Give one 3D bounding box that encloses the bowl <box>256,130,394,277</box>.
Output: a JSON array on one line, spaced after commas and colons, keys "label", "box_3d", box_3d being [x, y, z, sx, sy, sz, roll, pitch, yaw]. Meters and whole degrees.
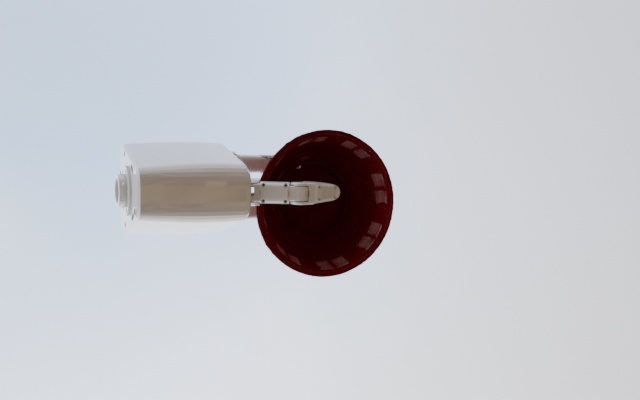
[{"label": "bowl", "box_3d": [0.001, 0.002, 0.545, 0.162, 0.162, 0.055, 0, 6, -20]}]
